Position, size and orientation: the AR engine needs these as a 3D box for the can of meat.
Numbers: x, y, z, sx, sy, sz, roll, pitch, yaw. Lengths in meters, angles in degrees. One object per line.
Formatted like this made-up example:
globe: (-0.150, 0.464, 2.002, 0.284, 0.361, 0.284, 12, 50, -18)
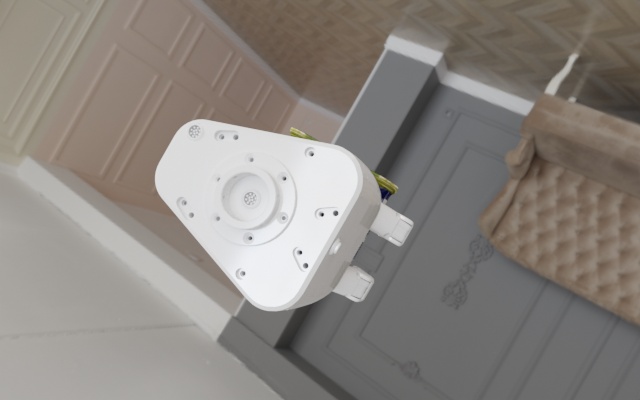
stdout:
can of meat: (0.000, 0.002, 0.402, 0.102, 0.084, 0.057, 30, 0, 8)
